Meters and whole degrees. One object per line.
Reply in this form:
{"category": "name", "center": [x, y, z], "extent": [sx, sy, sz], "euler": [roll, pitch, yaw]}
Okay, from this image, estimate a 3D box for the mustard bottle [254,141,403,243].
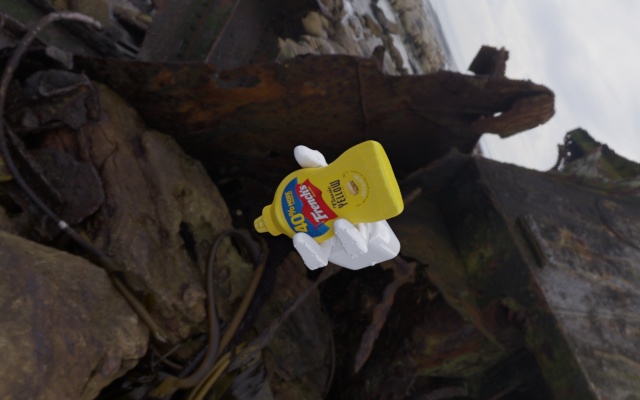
{"category": "mustard bottle", "center": [0.000, 0.002, 0.604], "extent": [0.191, 0.096, 0.058], "euler": [-21, -3, 20]}
